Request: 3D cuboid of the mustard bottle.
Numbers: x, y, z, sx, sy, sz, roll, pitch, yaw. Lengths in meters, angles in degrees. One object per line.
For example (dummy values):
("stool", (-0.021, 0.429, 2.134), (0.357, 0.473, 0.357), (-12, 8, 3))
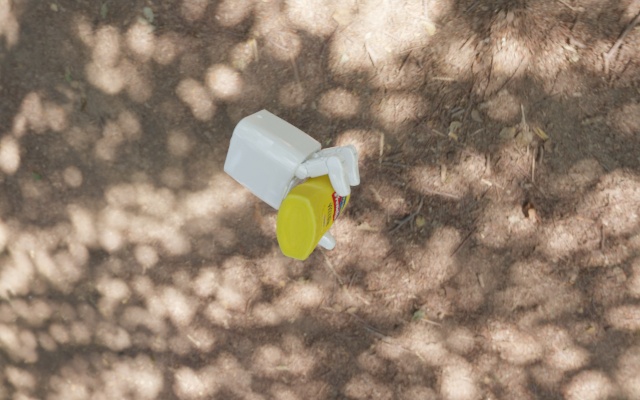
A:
("mustard bottle", (0.000, 0.003, 0.696), (0.058, 0.096, 0.191), (12, 25, 17))
